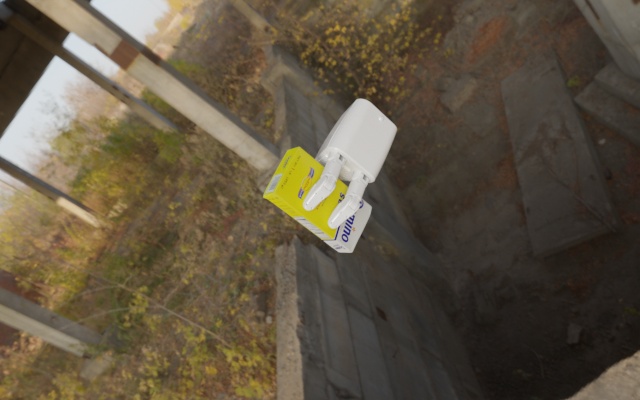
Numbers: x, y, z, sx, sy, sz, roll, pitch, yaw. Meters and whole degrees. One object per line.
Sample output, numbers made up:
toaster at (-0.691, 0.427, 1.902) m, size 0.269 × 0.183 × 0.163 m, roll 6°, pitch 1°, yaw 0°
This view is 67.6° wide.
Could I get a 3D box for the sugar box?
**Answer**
sugar box at (0.000, 0.002, 0.780) m, size 0.176 × 0.093 × 0.048 m, roll 36°, pitch -22°, yaw -24°
